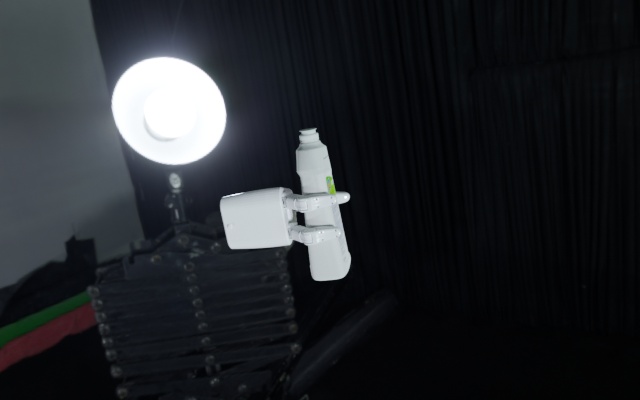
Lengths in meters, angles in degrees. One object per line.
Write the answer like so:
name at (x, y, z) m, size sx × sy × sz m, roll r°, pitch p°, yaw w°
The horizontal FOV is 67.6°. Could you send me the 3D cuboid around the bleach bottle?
bleach bottle at (0.000, 0.003, 0.811) m, size 0.068 × 0.251 × 0.102 m, roll -7°, pitch 15°, yaw 9°
